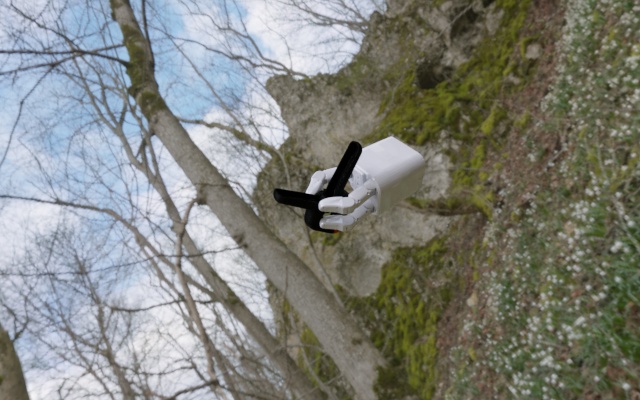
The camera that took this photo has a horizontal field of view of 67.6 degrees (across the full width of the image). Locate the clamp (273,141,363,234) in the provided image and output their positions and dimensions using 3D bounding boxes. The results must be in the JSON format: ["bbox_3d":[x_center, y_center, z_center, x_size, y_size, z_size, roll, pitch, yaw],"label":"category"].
[{"bbox_3d":[0.000,0.002,0.829,0.164,0.036,0.210,-28,-32,-17],"label":"clamp"}]
